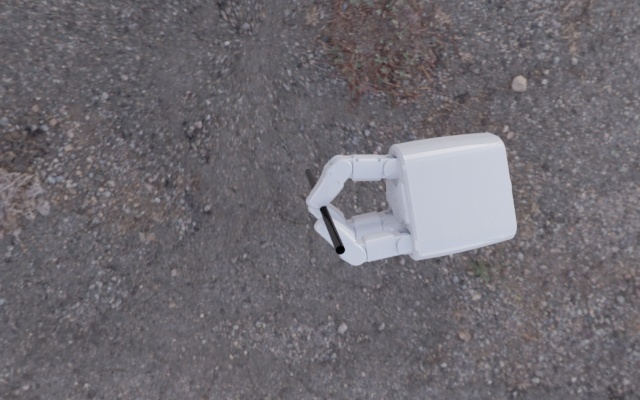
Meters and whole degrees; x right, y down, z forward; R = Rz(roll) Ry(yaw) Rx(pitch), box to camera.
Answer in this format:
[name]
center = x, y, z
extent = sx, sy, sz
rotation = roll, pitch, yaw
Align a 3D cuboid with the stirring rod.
[stirring rod]
center = 0.000, 0.002, 0.495
extent = 0.011, 0.011, 0.239
rotation = 0, 19, -8
